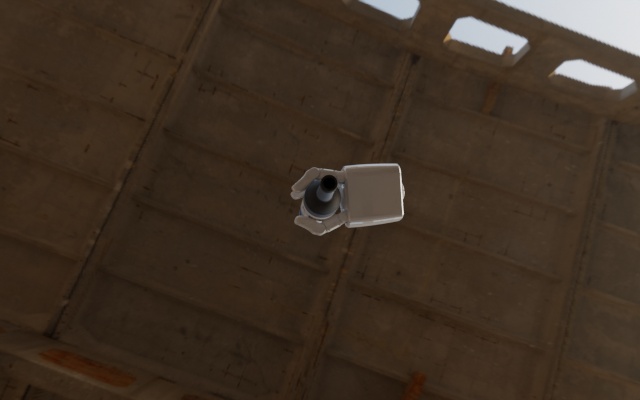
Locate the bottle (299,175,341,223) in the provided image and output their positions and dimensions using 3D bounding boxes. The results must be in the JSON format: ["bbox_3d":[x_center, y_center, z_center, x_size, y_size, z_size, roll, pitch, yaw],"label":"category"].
[{"bbox_3d":[0.000,0.003,0.887,0.069,0.069,0.296,0,-12,-6],"label":"bottle"}]
